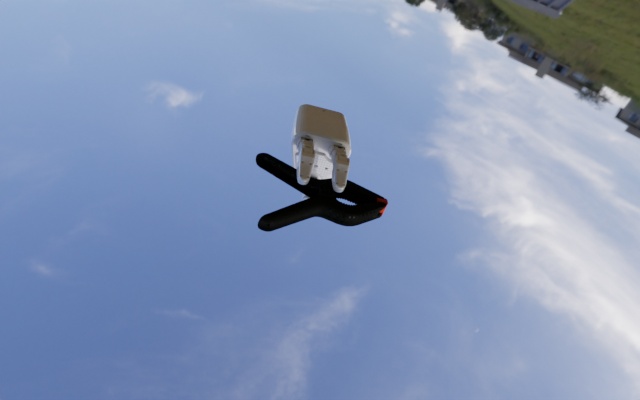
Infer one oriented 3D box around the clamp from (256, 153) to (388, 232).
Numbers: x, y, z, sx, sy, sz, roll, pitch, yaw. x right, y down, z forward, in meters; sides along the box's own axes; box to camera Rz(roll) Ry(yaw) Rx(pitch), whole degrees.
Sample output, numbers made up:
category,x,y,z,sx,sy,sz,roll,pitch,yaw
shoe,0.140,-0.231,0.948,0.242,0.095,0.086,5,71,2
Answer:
category,x,y,z,sx,sy,sz,roll,pitch,yaw
clamp,0.000,0.003,0.706,0.210,0.036,0.164,13,38,-11
